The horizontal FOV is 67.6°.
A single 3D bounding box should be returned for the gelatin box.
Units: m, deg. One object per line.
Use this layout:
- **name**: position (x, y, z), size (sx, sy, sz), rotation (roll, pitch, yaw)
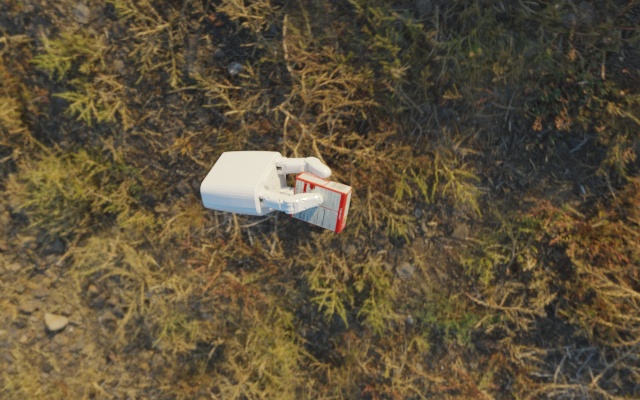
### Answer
- **gelatin box**: position (0.000, 0.003, 0.754), size (0.089, 0.073, 0.030), rotation (19, 30, 17)
